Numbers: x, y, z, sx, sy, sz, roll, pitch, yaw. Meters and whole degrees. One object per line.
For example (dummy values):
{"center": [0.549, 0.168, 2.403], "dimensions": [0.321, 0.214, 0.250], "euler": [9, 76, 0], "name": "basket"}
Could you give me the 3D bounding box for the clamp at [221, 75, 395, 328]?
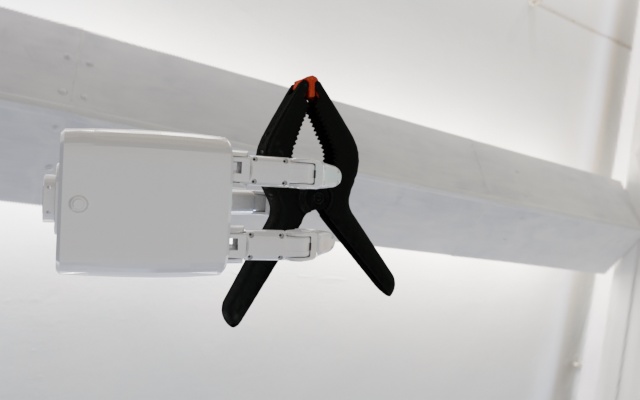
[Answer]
{"center": [0.000, 0.001, 0.419], "dimensions": [0.164, 0.210, 0.036], "euler": [2, 3, -27], "name": "clamp"}
